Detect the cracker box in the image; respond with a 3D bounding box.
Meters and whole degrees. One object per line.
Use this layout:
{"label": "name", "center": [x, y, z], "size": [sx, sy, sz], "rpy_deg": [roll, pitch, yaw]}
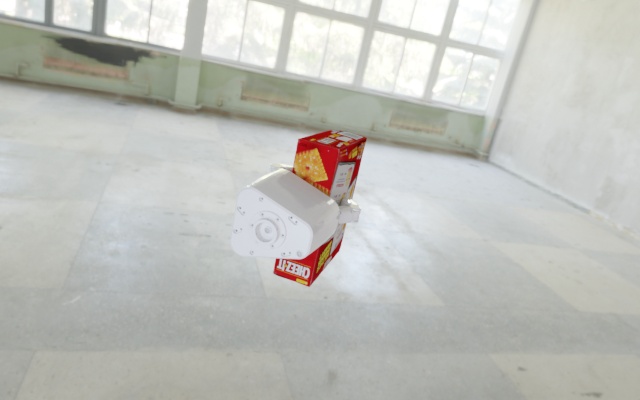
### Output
{"label": "cracker box", "center": [0.000, 0.002, 0.753], "size": [0.072, 0.214, 0.164], "rpy_deg": [17, 18, 14]}
